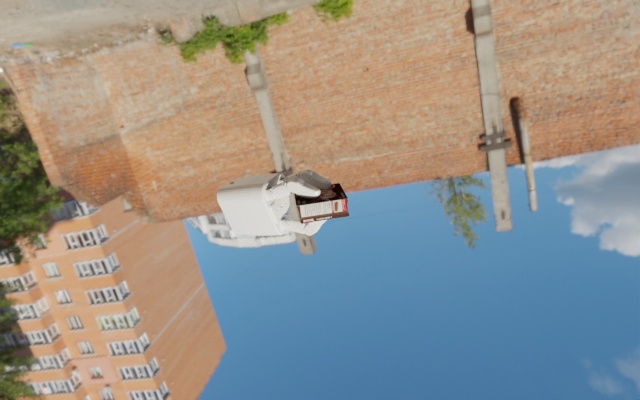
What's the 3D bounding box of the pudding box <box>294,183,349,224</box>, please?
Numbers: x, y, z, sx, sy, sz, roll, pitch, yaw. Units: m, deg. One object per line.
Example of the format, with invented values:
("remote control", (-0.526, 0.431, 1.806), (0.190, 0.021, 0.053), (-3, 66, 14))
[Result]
("pudding box", (0.000, 0.003, 0.865), (0.090, 0.039, 0.113), (-9, 19, -3))
